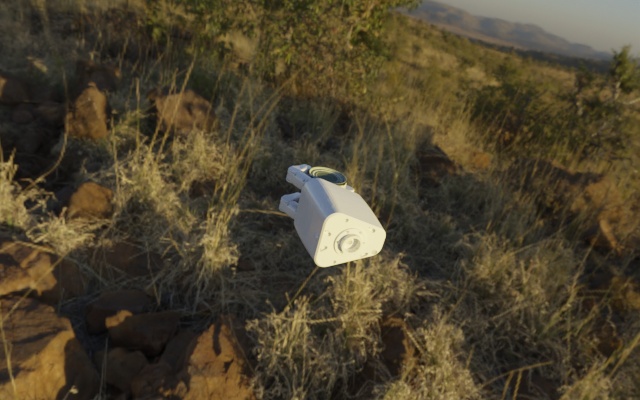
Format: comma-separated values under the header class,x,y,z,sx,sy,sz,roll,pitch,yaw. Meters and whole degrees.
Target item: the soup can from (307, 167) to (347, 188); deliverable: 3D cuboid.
class,x,y,z,sx,sy,sz,roll,pitch,yaw
soup can,0.000,0.002,0.807,0.068,0.102,0.068,12,25,-6
